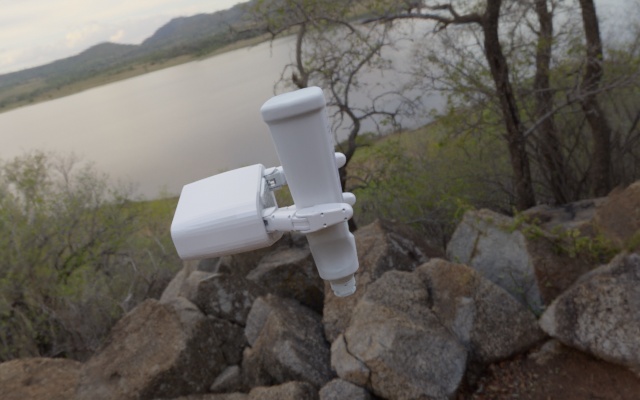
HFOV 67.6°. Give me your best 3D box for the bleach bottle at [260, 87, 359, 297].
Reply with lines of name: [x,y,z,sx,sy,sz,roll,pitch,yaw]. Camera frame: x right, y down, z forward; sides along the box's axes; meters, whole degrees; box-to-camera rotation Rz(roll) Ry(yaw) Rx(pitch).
bleach bottle: [0.000,0.002,0.553,0.068,0.251,0.102,-13,19,6]
